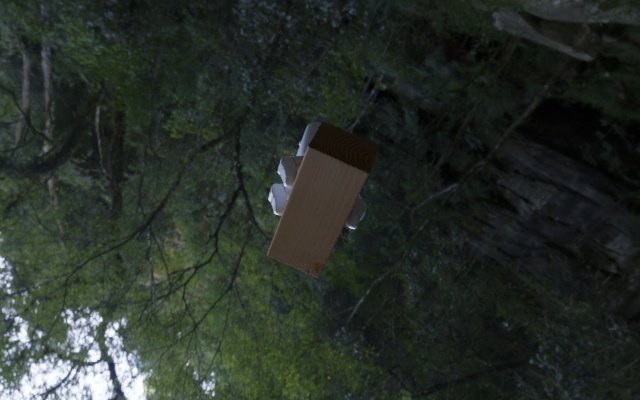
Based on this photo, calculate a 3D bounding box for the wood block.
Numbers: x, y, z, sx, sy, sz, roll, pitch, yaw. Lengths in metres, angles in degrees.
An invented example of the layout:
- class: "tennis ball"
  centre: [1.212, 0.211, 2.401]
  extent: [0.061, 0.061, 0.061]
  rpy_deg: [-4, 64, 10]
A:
- class: "wood block"
  centre: [0.000, 0.002, 0.713]
  extent: [0.091, 0.206, 0.090]
  rpy_deg: [23, 35, 0]
